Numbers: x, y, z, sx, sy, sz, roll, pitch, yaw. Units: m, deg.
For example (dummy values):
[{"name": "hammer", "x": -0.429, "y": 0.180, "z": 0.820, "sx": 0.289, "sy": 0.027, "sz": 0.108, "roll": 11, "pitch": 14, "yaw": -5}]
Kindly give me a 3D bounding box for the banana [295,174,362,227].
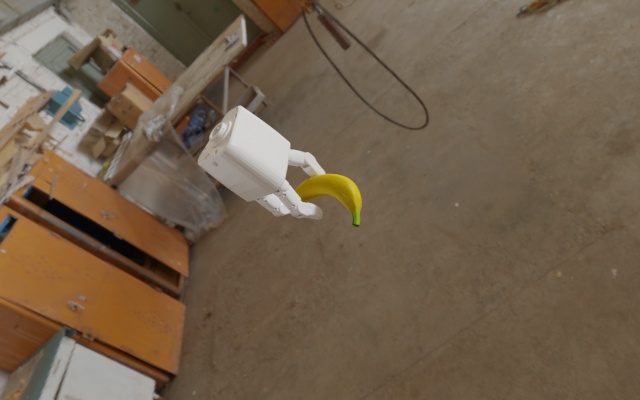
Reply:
[{"name": "banana", "x": 0.011, "y": -0.013, "z": 0.798, "sx": 0.037, "sy": 0.069, "sz": 0.197, "roll": 33, "pitch": -7, "yaw": -33}]
